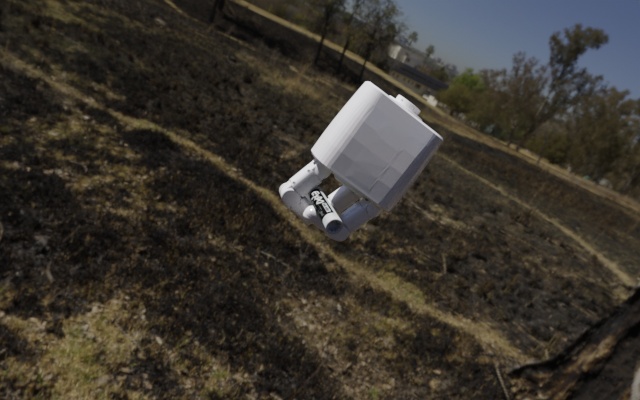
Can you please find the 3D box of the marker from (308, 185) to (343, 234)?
[{"bbox_3d":[0.000,0.002,0.547,0.020,0.020,0.121,0,25,-16],"label":"marker"}]
